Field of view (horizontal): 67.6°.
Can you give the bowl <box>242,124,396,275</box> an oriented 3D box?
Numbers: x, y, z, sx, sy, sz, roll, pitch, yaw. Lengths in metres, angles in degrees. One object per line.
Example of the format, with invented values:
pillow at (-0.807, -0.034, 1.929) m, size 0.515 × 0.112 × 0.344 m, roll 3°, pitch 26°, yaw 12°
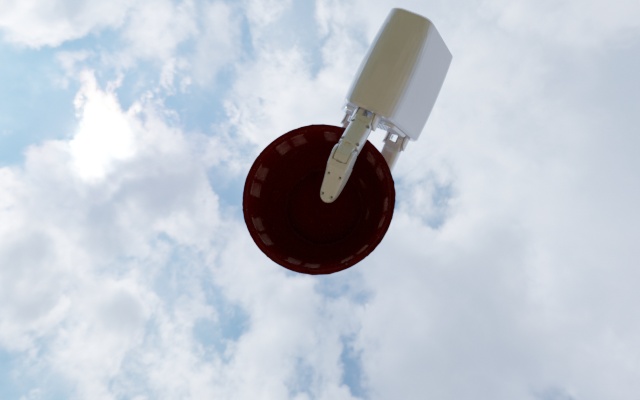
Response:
bowl at (-0.001, 0.003, 0.521) m, size 0.162 × 0.162 × 0.055 m, roll 0°, pitch -12°, yaw 8°
